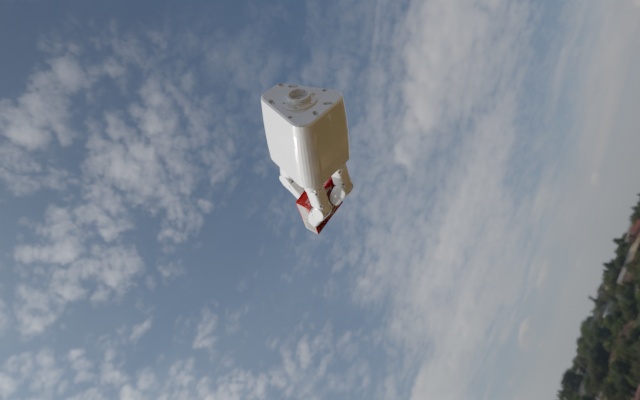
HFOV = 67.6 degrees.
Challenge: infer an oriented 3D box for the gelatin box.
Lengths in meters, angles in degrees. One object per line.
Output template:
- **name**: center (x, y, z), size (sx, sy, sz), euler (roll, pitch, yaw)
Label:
- **gelatin box**: center (0.000, 0.003, 0.773), size (0.030, 0.073, 0.089), euler (28, -22, 25)
